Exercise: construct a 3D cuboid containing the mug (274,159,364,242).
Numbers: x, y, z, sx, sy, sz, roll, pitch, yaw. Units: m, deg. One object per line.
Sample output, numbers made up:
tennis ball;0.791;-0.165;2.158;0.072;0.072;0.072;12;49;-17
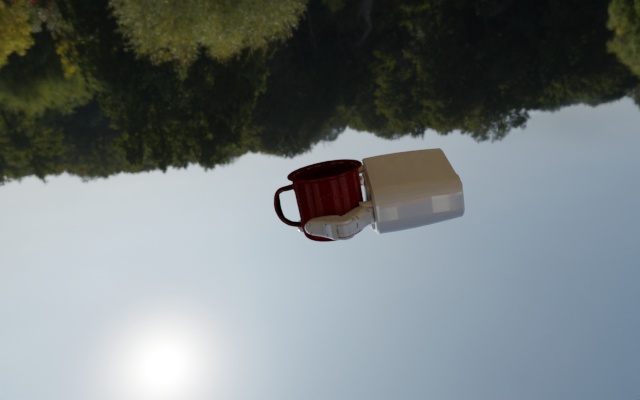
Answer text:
mug;-0.001;0.002;0.593;0.117;0.081;0.093;-10;16;3
